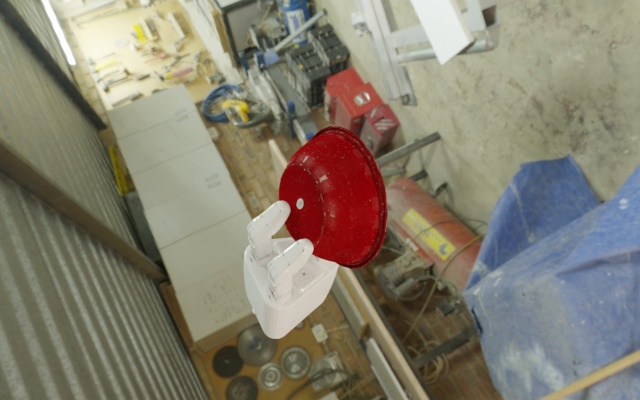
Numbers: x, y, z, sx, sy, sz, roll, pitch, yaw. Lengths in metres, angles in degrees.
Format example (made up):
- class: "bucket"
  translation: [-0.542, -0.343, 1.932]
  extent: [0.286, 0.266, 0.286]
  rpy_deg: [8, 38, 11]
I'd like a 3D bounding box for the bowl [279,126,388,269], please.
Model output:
- class: "bowl"
  translation: [0.000, 0.001, 0.523]
  extent: [0.055, 0.162, 0.162]
  rpy_deg: [-11, 6, -33]
